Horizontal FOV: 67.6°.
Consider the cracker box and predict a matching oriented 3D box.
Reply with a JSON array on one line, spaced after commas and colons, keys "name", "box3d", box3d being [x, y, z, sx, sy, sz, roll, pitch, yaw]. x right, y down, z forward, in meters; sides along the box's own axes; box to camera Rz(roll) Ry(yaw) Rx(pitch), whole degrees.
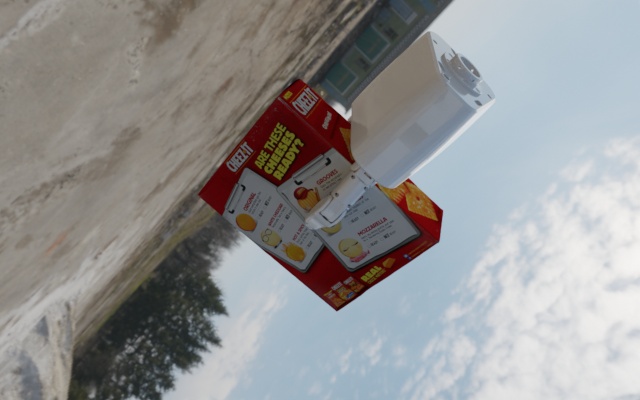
[{"name": "cracker box", "box3d": [0.000, 0.002, 0.525, 0.164, 0.214, 0.072, -42, 11, 34]}]
